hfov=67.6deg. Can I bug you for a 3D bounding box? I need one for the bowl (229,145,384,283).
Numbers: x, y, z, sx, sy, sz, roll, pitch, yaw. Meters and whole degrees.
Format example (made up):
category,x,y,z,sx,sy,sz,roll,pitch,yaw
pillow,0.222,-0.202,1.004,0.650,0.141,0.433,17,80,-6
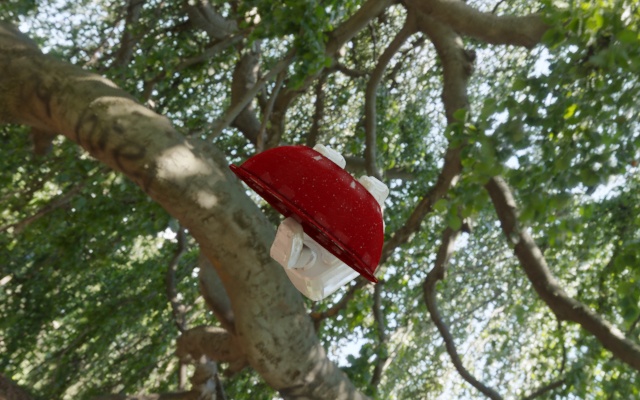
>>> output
category,x,y,z,sx,sy,sz,roll,pitch,yaw
bowl,0.000,0.001,0.415,0.162,0.055,0.162,38,-6,5
